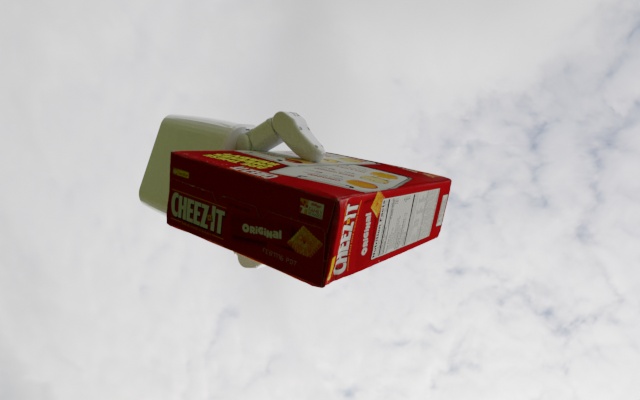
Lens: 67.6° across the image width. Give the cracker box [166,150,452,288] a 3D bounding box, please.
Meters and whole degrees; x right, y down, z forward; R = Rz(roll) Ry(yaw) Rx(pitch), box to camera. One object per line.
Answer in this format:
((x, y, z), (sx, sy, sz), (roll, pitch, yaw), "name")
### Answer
((0.000, 0.001, 0.431), (0.164, 0.072, 0.213), (16, 14, 32), "cracker box")
